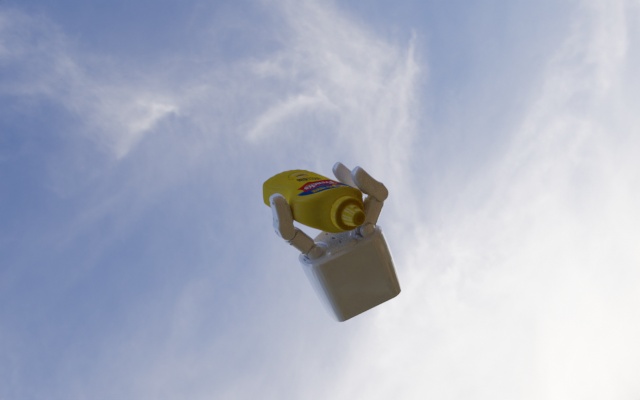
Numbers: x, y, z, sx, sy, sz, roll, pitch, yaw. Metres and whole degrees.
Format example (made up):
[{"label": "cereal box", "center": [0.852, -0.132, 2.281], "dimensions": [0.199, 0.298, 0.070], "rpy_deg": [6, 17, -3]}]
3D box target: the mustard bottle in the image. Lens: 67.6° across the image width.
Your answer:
[{"label": "mustard bottle", "center": [0.000, 0.002, 0.626], "dimensions": [0.096, 0.058, 0.191], "rpy_deg": [-8, 16, -27]}]
